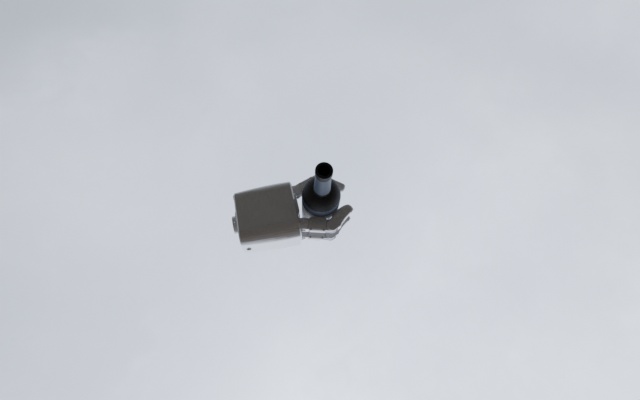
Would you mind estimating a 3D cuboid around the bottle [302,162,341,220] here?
[{"bbox_3d":[0.000,0.003,0.845,0.069,0.069,0.296,0,-19,-2],"label":"bottle"}]
